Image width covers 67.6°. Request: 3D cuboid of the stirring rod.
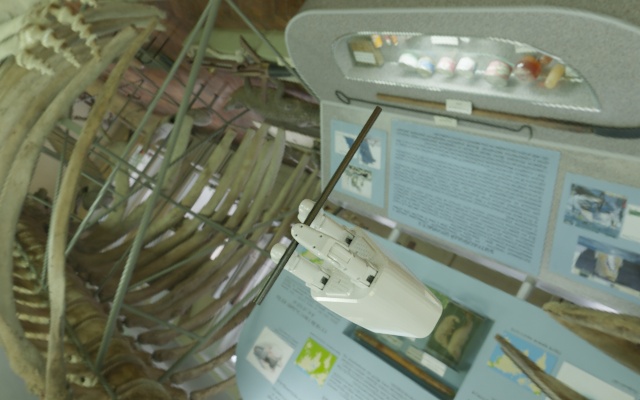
[{"bbox_3d":[0.000,0.002,0.492,0.011,0.239,0.011,31,-10,6],"label":"stirring rod"}]
